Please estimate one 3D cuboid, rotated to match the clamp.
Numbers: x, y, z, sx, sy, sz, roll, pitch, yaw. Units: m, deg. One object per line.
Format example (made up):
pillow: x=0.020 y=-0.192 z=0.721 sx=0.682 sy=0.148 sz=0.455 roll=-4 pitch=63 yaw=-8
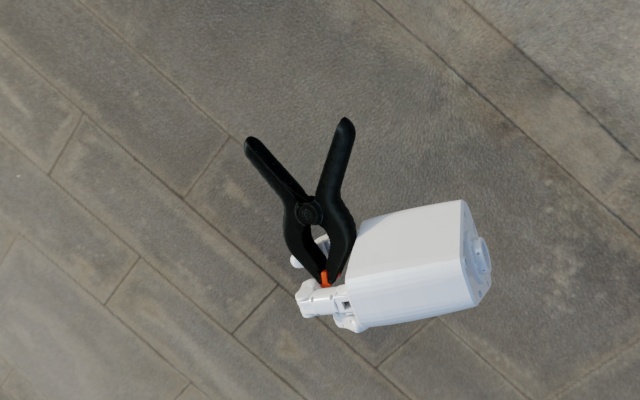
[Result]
clamp: x=0.000 y=0.002 z=0.473 sx=0.120 sy=0.171 sz=0.039 roll=-15 pitch=13 yaw=35
